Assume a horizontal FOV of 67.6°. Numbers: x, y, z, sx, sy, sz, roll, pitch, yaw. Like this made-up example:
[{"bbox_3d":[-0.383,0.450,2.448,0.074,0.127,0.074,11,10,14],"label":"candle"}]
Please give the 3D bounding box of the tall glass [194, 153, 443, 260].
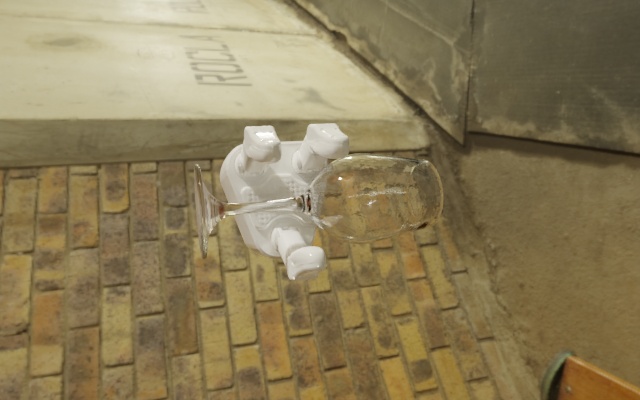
[{"bbox_3d":[-0.001,0.001,0.401,0.201,0.079,0.079,-5,1,-18],"label":"tall glass"}]
